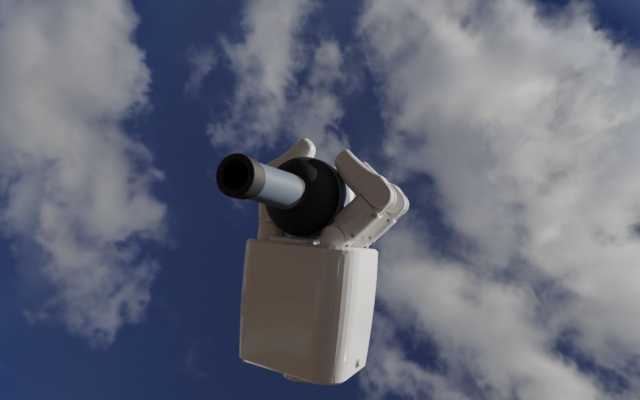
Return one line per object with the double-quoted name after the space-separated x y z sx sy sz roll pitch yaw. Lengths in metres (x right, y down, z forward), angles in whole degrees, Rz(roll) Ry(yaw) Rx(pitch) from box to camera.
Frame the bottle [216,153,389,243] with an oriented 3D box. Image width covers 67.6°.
0.000 0.001 0.426 0.069 0.069 0.296 0 -7 21 "bottle"
